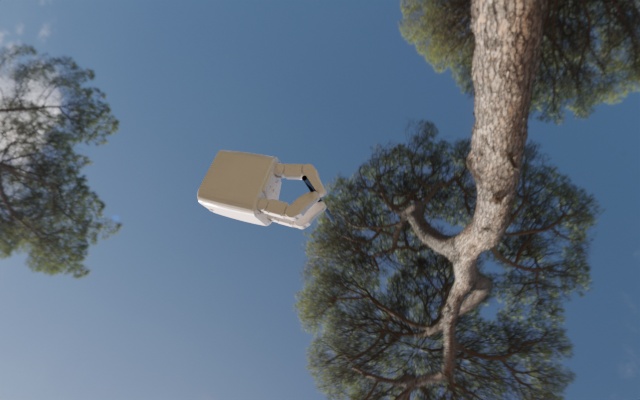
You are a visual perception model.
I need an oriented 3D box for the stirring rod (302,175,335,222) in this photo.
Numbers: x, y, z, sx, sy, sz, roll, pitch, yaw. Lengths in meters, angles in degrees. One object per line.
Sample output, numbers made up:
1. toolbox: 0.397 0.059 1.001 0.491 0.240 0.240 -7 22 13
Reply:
1. stirring rod: 0.000 0.003 0.804 0.011 0.011 0.240 0 -17 12
